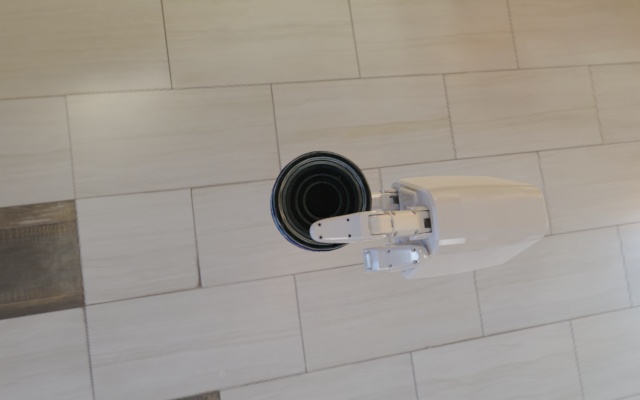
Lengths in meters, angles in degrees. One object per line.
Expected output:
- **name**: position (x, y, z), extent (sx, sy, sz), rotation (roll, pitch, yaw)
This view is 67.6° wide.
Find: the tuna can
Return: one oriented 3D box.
- **tuna can**: position (0.000, 0.001, 0.409), extent (0.086, 0.086, 0.034), rotation (0, -5, -7)
